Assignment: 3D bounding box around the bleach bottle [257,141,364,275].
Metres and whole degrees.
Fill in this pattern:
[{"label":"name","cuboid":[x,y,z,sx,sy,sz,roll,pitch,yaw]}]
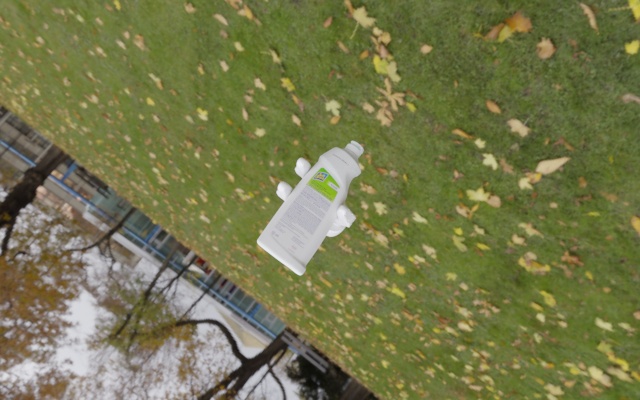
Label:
[{"label":"bleach bottle","cuboid":[0.000,0.003,0.851,0.102,0.251,0.068,37,-11,3]}]
